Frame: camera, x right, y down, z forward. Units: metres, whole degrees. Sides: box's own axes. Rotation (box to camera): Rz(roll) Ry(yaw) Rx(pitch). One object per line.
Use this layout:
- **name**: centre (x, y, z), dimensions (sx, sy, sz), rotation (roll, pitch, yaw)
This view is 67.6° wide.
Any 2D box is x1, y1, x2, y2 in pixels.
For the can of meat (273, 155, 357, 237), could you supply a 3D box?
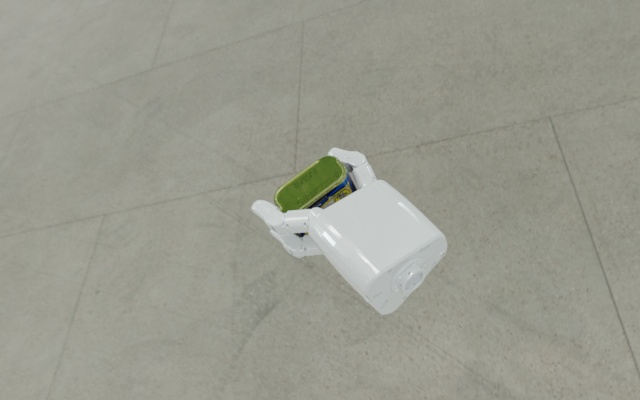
- **can of meat**: centre (0.000, 0.002, 0.610), dimensions (0.057, 0.102, 0.084), rotation (50, -4, 39)
